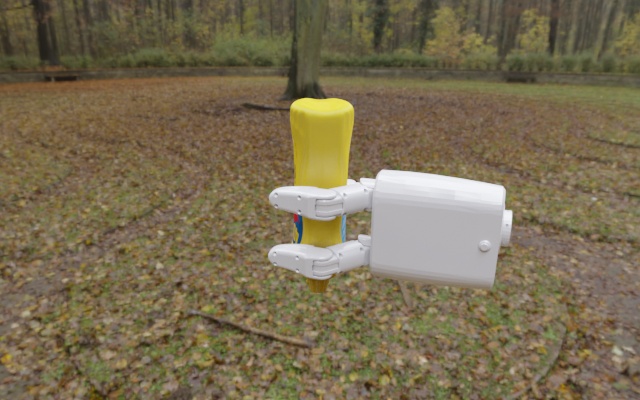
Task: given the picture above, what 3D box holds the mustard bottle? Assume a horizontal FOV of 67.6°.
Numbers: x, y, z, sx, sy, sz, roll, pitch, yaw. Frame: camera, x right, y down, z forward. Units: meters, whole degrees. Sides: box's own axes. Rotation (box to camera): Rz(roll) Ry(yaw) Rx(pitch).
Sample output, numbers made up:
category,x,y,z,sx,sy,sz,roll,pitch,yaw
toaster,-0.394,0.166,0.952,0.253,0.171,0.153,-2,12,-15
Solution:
category,x,y,z,sx,sy,sz,roll,pitch,yaw
mustard bottle,0.000,0.001,0.464,0.058,0.192,0.096,-1,19,-5
